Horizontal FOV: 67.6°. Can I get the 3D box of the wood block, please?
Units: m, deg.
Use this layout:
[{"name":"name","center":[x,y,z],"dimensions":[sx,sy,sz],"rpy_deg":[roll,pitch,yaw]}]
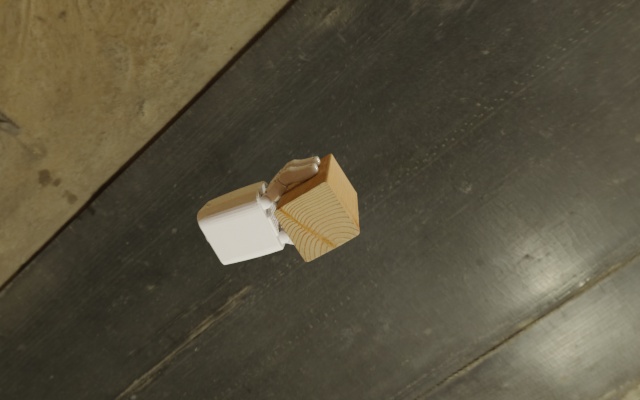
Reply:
[{"name":"wood block","center":[0.000,0.003,0.753],"dimensions":[0.090,0.091,0.206],"rpy_deg":[-30,13,11]}]
